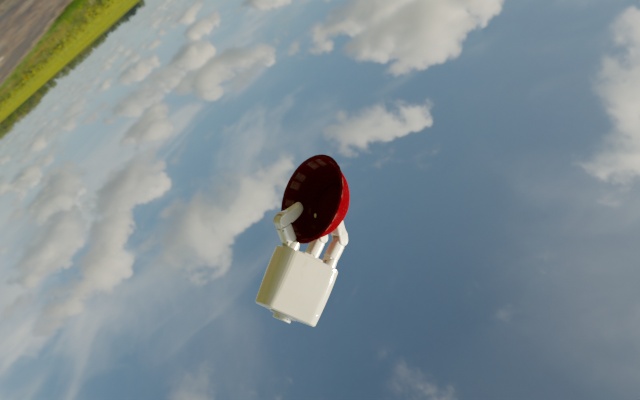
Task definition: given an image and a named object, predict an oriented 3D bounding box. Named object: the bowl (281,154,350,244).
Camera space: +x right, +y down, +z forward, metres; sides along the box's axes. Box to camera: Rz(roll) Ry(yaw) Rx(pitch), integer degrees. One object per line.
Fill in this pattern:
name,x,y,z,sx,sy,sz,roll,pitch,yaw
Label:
bowl,0.001,0.002,0.847,0.055,0.162,0.162,19,-12,-39
